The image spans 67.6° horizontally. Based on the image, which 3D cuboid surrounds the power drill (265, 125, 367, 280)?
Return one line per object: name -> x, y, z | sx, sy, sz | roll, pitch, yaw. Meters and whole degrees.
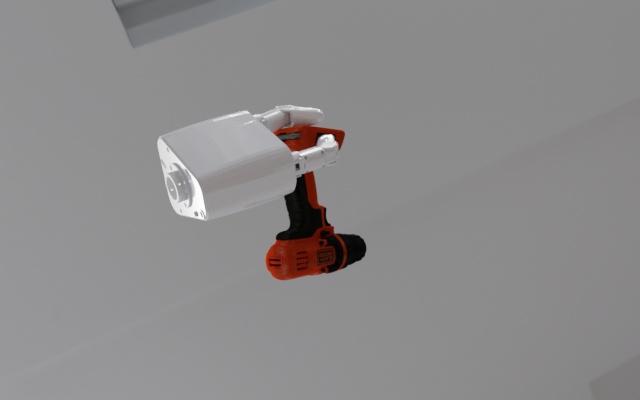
power drill -> 0.000, 0.002, 0.618 | 0.057, 0.187, 0.184 | -5, -1, 35
